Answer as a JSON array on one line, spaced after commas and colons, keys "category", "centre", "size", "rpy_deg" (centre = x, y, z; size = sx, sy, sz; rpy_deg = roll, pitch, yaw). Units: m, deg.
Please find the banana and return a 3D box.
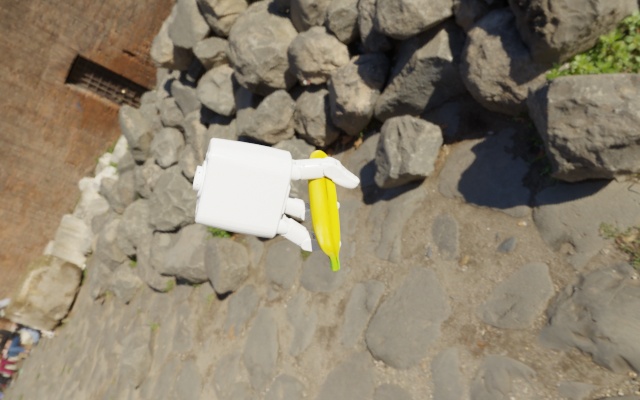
[{"category": "banana", "centre": [0.002, -0.005, 0.662], "size": [0.037, 0.197, 0.070], "rpy_deg": [-2, -32, -6]}]
